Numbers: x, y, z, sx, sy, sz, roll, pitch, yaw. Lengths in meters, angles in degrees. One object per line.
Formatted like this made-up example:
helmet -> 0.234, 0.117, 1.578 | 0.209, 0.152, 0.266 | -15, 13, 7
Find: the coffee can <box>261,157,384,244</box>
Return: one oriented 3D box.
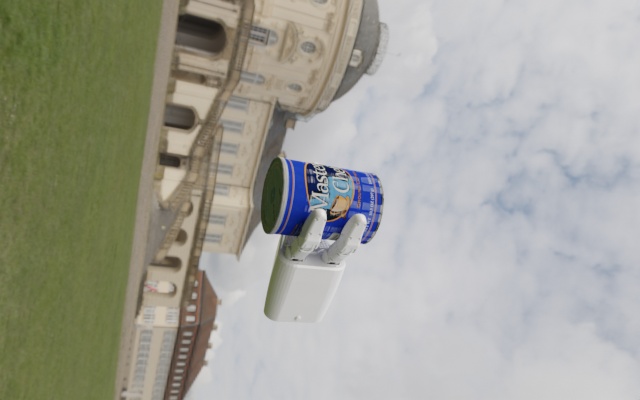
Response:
coffee can -> 0.000, 0.002, 0.650 | 0.140, 0.103, 0.103 | 8, -3, -21
